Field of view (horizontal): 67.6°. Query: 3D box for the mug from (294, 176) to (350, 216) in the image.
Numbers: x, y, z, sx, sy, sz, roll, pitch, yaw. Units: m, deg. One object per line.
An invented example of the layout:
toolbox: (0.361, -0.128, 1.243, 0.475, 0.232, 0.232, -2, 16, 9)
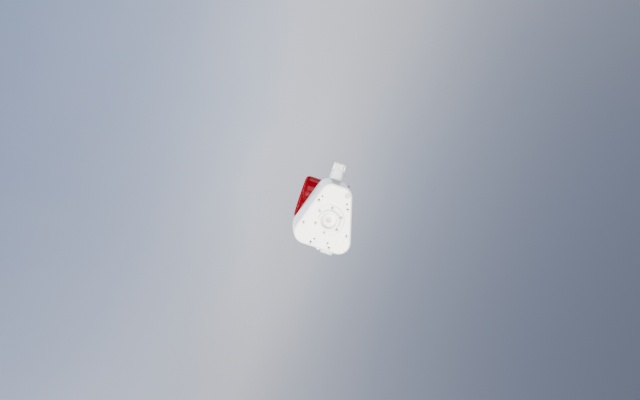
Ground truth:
mug: (0.000, 0.003, 0.901, 0.081, 0.093, 0.117, 18, 4, -4)
